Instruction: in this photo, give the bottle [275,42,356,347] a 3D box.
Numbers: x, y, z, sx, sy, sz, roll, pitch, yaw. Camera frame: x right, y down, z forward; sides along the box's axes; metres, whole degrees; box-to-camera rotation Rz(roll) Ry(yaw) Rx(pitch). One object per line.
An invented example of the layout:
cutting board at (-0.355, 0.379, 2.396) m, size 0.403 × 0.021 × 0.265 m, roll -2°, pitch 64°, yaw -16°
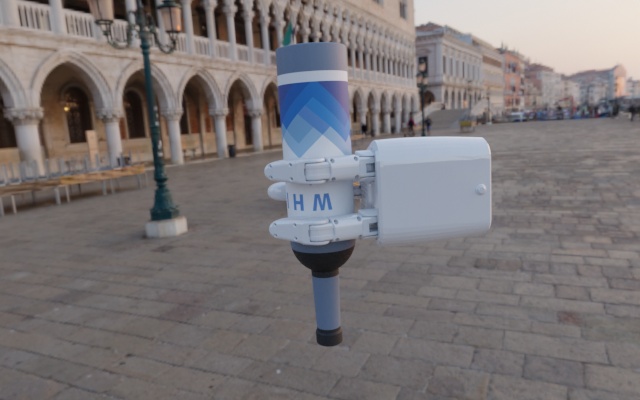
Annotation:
bottle at (0.000, 0.001, 0.474) m, size 0.069 × 0.296 × 0.069 m, roll -4°, pitch 9°, yaw 1°
